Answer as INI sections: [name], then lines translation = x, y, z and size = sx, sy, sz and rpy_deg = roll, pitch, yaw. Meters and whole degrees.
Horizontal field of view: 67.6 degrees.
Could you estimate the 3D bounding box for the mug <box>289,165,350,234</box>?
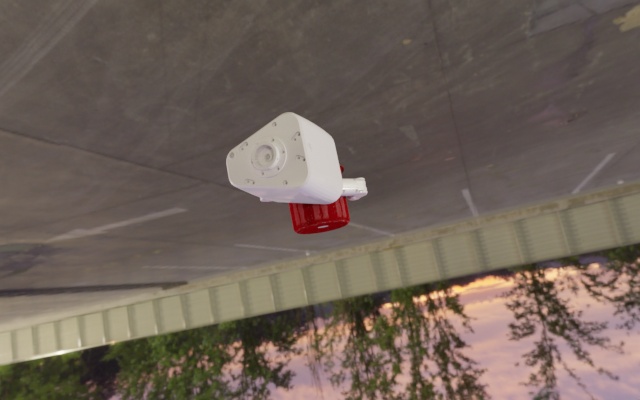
[mug]
translation = 0.001, 0.003, 0.694
size = 0.093, 0.081, 0.117
rpy_deg = -15, -13, 20
